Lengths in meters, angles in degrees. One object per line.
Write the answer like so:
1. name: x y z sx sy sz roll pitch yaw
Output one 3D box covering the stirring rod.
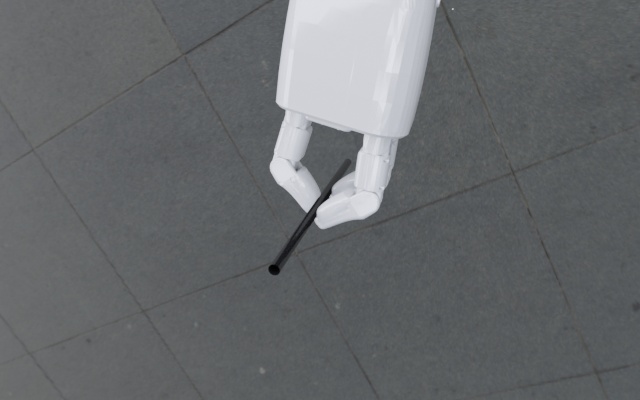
1. stirring rod: 0.000 0.001 0.415 0.011 0.011 0.239 0 21 15
